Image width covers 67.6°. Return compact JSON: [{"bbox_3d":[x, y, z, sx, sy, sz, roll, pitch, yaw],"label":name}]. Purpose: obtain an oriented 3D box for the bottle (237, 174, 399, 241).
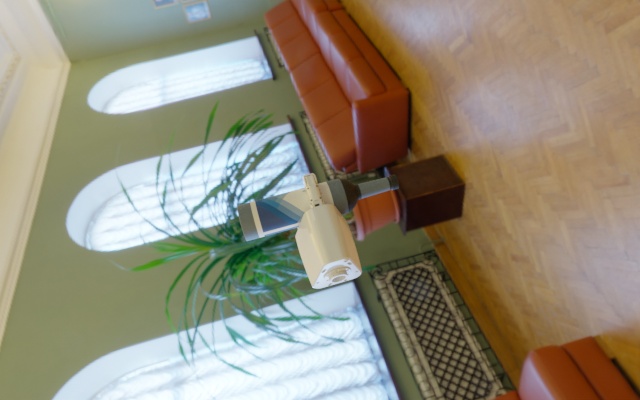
[{"bbox_3d":[0.000,0.003,0.872,0.296,0.069,0.069,-15,1,-6],"label":"bottle"}]
